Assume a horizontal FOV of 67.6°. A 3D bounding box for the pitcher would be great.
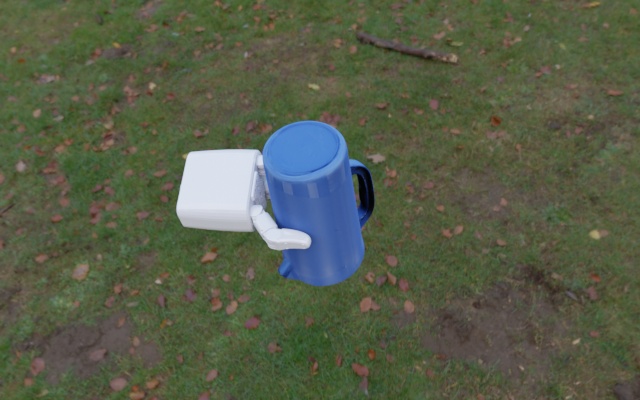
[{"bbox_3d":[0.000,0.002,0.688,0.145,0.149,0.243,2,-38,10],"label":"pitcher"}]
